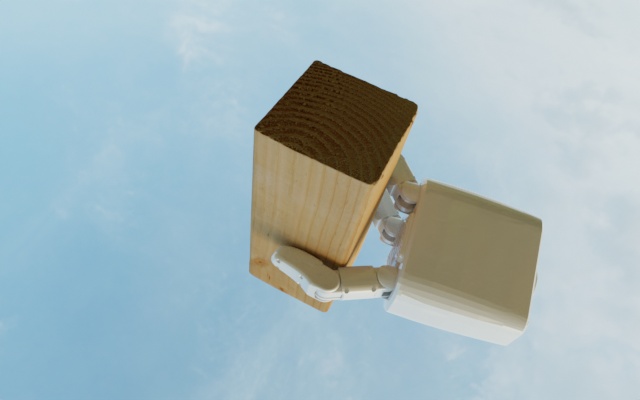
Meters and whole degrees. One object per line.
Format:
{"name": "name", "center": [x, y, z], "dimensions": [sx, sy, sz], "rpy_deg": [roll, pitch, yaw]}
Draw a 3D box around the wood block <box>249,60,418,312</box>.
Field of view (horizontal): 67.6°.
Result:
{"name": "wood block", "center": [0.000, 0.002, 0.409], "dimensions": [0.090, 0.090, 0.206], "rpy_deg": [26, -36, 10]}
